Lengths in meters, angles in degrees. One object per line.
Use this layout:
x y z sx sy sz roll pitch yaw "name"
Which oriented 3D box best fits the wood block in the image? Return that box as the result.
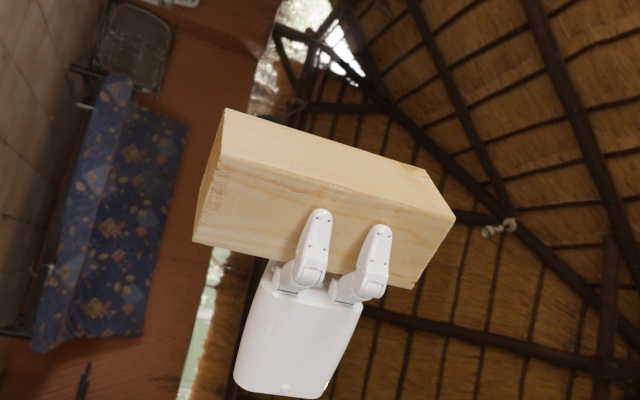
0.000 0.002 0.434 0.206 0.090 0.090 15 28 -18 "wood block"
